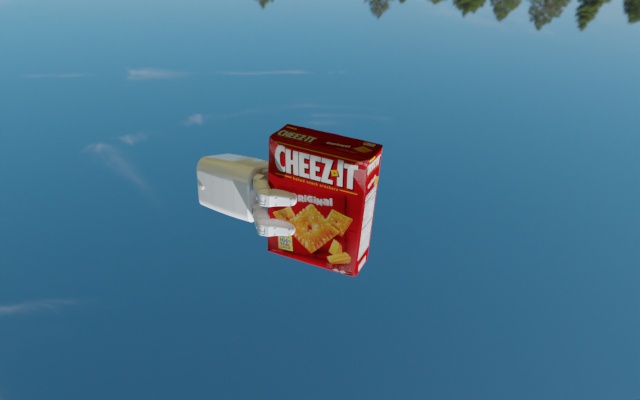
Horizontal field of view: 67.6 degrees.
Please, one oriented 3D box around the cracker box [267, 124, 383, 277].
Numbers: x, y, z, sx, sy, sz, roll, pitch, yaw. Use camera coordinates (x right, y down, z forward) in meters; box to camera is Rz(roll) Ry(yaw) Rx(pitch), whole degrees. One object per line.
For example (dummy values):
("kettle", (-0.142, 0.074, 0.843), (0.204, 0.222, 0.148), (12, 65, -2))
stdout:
("cracker box", (0.000, 0.003, 0.763), (0.164, 0.214, 0.072), (15, 32, 19))
